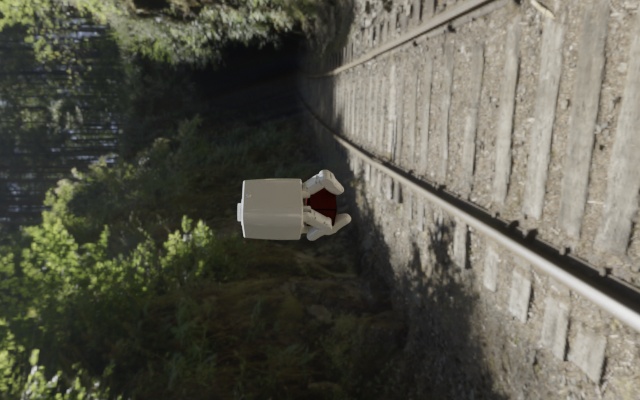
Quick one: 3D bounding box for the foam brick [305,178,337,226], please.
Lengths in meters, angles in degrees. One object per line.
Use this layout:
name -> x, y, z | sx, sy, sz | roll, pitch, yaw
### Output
foam brick -> 0.000, 0.003, 0.896 | 0.051, 0.078, 0.053 | 1, -41, -7
